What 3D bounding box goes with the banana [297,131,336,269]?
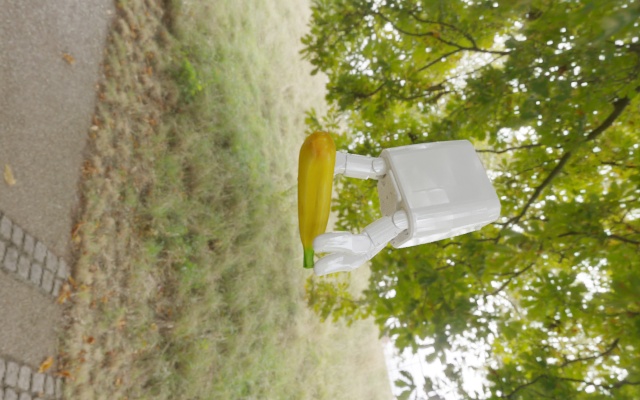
[{"bbox_3d":[-0.003,-0.010,0.492,0.037,0.069,0.198,-6,-40,-8],"label":"banana"}]
